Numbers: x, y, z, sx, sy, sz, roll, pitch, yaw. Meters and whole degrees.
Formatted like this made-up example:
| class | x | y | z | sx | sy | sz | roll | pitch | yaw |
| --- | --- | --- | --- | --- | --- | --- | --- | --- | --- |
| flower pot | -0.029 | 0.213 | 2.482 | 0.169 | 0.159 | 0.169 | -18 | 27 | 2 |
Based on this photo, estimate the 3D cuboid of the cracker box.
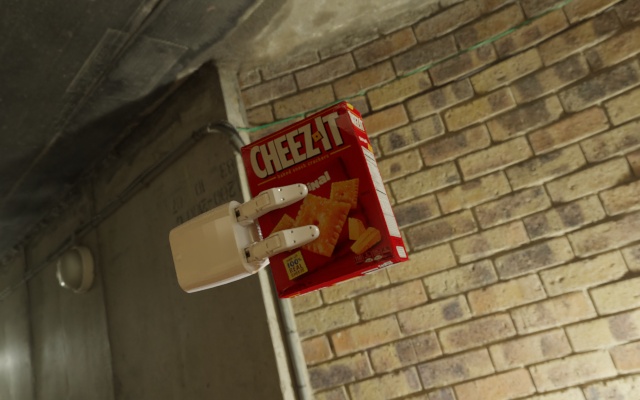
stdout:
| class | x | y | z | sx | sy | sz | roll | pitch | yaw |
| --- | --- | --- | --- | --- | --- | --- | --- | --- | --- |
| cracker box | 0.000 | 0.002 | 0.624 | 0.164 | 0.213 | 0.072 | -21 | -15 | 18 |
